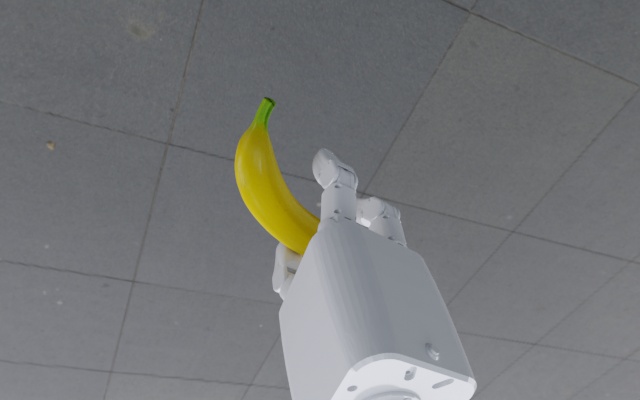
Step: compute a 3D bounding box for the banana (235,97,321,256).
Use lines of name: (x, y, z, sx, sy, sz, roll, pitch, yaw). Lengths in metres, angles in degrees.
banana: (-0.017, 0.009, 0.416, 0.069, 0.198, 0.037, -32, 36, 6)
